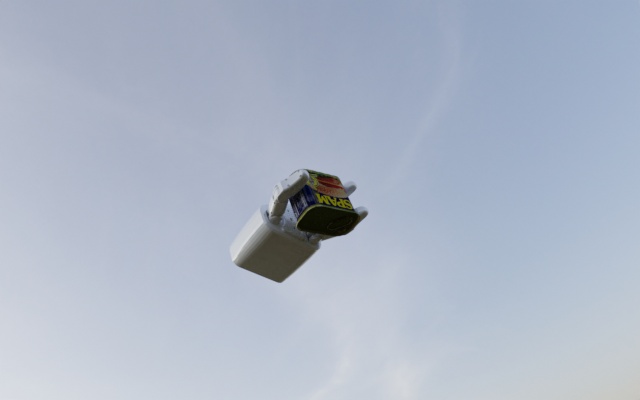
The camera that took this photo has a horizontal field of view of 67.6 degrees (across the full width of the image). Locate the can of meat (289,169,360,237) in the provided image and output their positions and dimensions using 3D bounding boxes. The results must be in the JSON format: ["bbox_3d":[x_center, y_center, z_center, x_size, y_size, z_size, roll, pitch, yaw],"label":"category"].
[{"bbox_3d":[0.000,0.002,0.737,0.102,0.084,0.057,12,-49,-37],"label":"can of meat"}]
